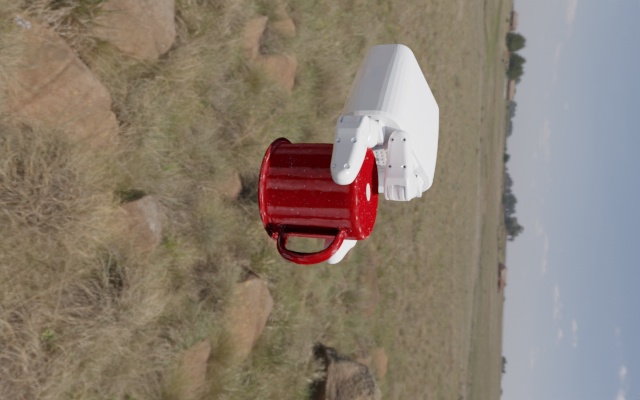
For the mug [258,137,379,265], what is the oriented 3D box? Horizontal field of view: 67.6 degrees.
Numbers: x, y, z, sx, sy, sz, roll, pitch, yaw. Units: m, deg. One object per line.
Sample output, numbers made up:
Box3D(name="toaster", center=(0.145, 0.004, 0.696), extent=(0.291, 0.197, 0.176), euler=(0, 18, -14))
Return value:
Box3D(name="mug", center=(0.000, 0.002, 0.406), extent=(0.081, 0.117, 0.093), euler=(2, -37, 20))
